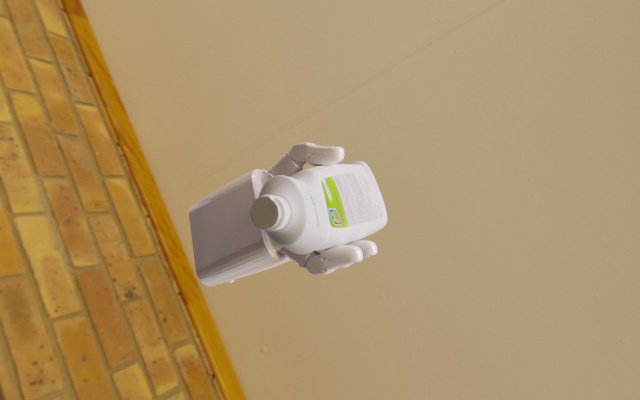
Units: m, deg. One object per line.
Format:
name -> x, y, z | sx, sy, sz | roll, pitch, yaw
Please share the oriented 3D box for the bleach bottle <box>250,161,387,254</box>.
bleach bottle -> 0.000, 0.002, 0.518 | 0.068, 0.102, 0.251 | -25, -10, 22
